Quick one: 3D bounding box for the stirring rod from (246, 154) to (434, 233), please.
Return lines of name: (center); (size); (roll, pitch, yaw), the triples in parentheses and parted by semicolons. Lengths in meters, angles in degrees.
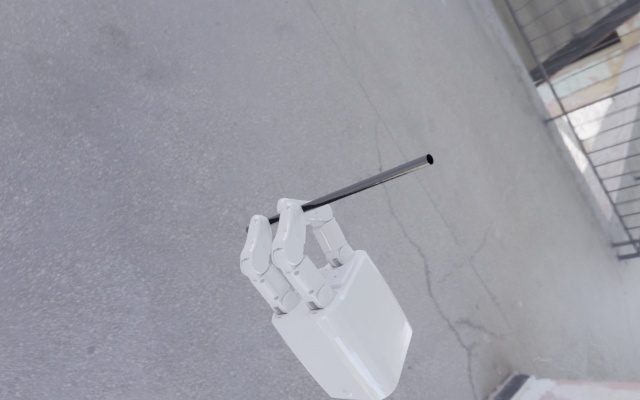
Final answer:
stirring rod: (0.000, 0.001, 0.420); (0.011, 0.011, 0.239); (0, -15, -41)
